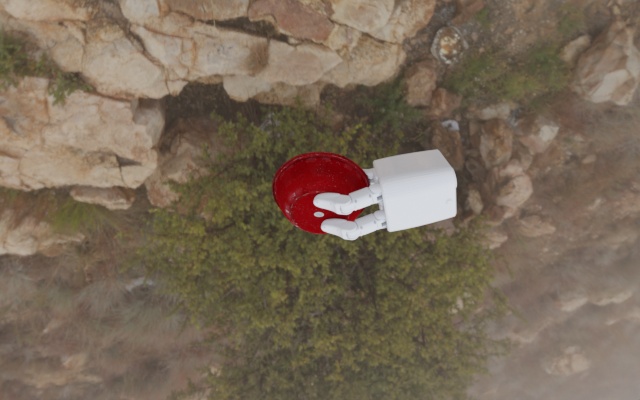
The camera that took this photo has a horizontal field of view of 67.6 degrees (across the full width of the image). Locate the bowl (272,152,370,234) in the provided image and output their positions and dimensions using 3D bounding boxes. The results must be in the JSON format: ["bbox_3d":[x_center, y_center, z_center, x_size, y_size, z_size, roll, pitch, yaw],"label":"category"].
[{"bbox_3d":[-0.001,0.003,0.758,0.162,0.162,0.055,0,43,4],"label":"bowl"}]
